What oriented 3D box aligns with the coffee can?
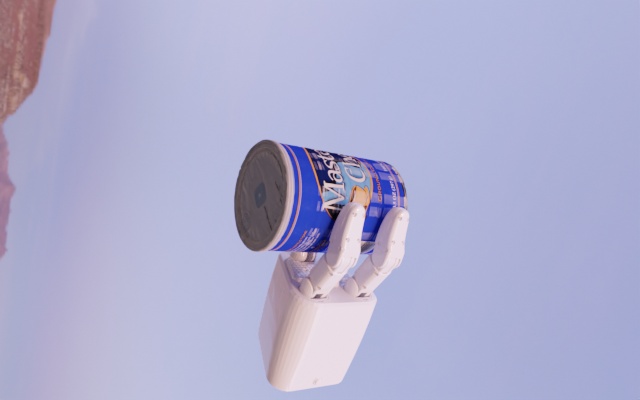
[{"bbox_3d":[0.000,0.001,0.473,0.140,0.103,0.103,6,-4,-35],"label":"coffee can"}]
